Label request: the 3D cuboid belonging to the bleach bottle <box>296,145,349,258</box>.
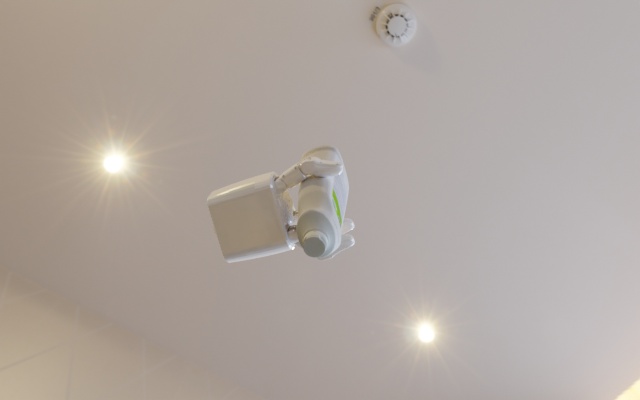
[{"bbox_3d":[0.000,0.002,0.699,0.068,0.103,0.250,-15,20,11],"label":"bleach bottle"}]
